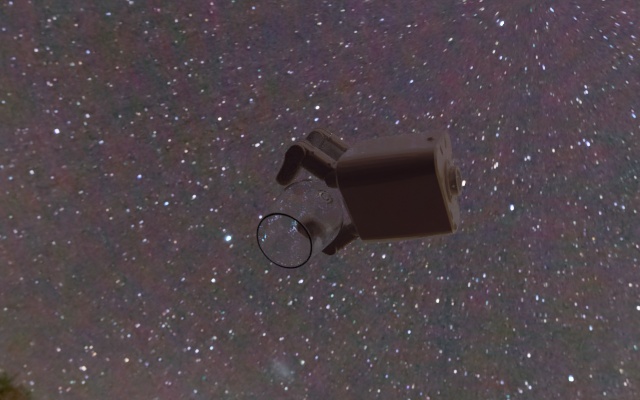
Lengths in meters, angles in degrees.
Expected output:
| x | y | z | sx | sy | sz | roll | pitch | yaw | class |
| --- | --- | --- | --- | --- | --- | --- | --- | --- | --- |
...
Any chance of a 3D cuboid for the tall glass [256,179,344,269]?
| x | y | z | sx | sy | sz | roll | pitch | yaw | class |
| --- | --- | --- | --- | --- | --- | --- | --- | --- | --- |
| 0.000 | 0.002 | 0.554 | 0.079 | 0.079 | 0.201 | 0 | 23 | 24 | tall glass |
